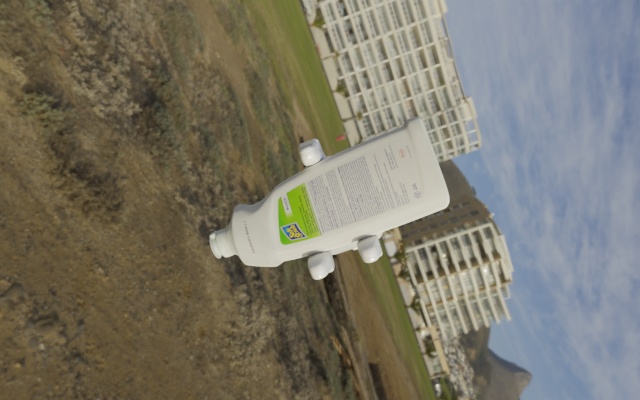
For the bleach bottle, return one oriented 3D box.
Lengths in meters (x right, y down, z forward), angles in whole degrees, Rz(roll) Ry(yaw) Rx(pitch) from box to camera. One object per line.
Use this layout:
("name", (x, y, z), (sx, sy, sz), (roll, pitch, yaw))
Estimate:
("bleach bottle", (0.000, 0.002, 0.508), (0.251, 0.102, 0.068), (-19, -13, 7))
